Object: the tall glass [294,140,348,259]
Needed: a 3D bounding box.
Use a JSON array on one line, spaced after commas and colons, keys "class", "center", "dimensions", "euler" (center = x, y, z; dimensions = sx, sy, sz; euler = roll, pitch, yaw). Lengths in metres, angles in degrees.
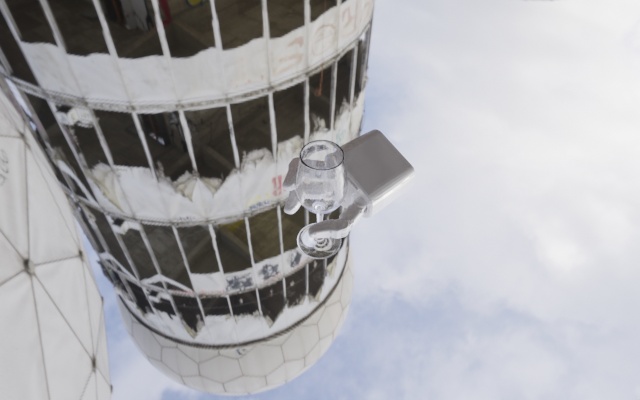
[{"class": "tall glass", "center": [0.000, 0.003, 0.727], "dimensions": [0.079, 0.079, 0.201], "euler": [0, -41, -1]}]
